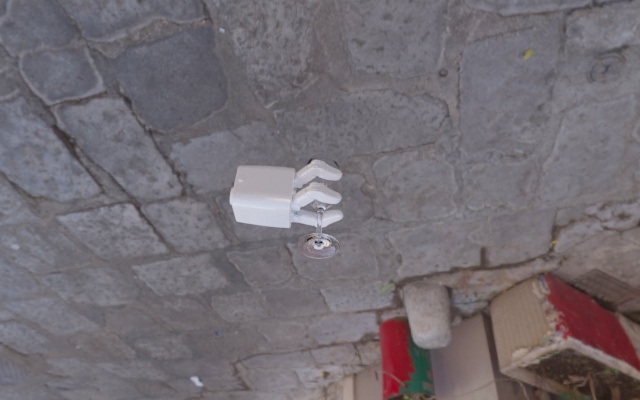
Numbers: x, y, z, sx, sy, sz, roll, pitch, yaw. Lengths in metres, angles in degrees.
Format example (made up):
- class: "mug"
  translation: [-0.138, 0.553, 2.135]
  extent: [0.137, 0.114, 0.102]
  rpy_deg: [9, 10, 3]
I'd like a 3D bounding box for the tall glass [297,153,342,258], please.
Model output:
- class: "tall glass"
  translation: [0.000, 0.003, 0.883]
  extent: [0.079, 0.200, 0.079]
  rpy_deg: [2, -40, 2]
